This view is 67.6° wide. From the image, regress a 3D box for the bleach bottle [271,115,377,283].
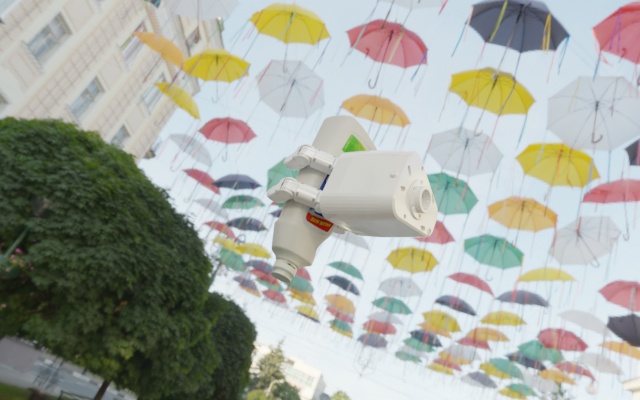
[{"bbox_3d":[0.000,0.002,0.672,0.068,0.250,0.103,2,-35,38],"label":"bleach bottle"}]
